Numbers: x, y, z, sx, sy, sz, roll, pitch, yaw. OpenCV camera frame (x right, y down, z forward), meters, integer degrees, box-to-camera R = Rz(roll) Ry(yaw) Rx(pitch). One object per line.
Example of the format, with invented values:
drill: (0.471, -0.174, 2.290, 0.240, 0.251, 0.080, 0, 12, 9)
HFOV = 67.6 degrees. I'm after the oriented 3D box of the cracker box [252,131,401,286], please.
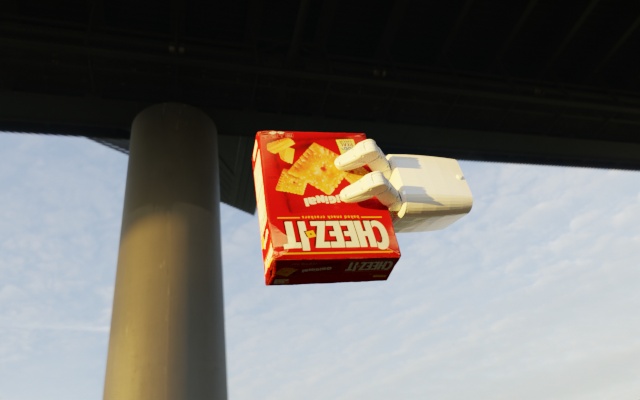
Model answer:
cracker box: (0.000, 0.002, 0.644, 0.164, 0.213, 0.072, 0, -38, -15)
